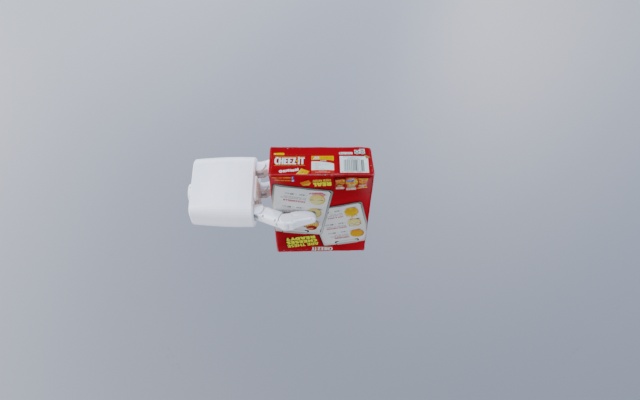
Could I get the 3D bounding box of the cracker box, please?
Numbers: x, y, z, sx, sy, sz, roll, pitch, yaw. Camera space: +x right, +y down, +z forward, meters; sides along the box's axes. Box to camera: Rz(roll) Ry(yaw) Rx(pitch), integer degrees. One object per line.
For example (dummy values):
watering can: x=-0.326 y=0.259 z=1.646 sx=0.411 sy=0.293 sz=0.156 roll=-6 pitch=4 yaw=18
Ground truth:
cracker box: x=0.000 y=0.003 z=0.822 sx=0.164 sy=0.072 sz=0.214 roll=-1 pitch=-38 yaw=-1
